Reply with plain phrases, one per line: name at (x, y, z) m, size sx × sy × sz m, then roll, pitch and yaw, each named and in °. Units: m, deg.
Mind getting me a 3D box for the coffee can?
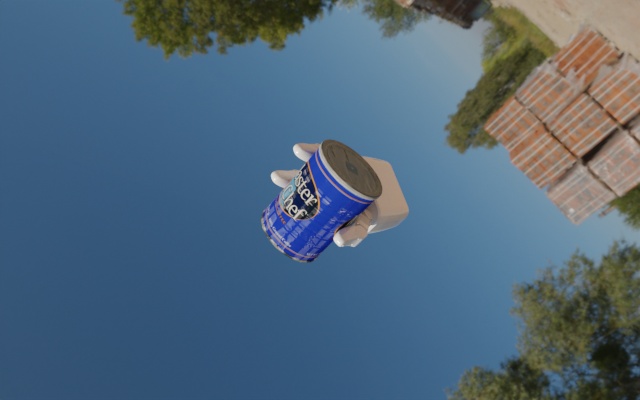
coffee can at (0.000, 0.002, 0.650) m, size 0.103 × 0.102 × 0.140 m, roll 0°, pitch -40°, yaw -53°
